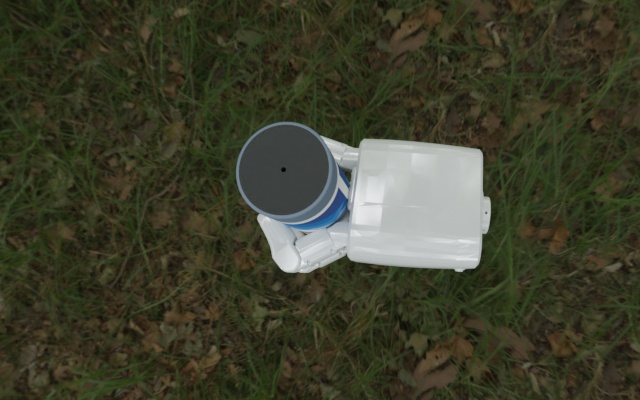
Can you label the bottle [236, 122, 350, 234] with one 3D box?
[{"bbox_3d":[0.000,0.001,0.460,0.069,0.069,0.296,0,-9,10],"label":"bottle"}]
